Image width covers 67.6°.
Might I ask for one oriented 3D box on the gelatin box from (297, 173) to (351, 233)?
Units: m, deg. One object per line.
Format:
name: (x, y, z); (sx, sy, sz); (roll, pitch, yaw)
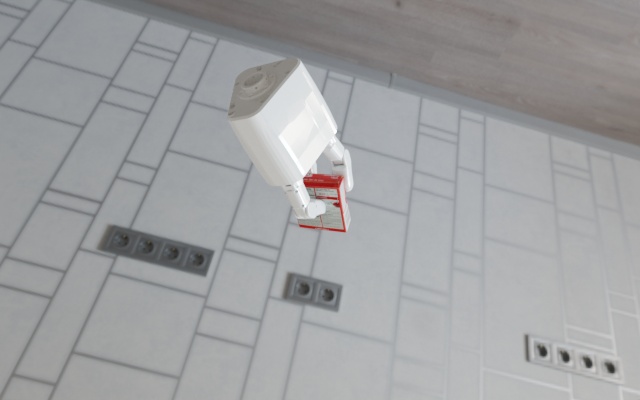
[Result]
gelatin box: (0.000, 0.003, 0.670); (0.073, 0.089, 0.030); (5, 44, 18)
